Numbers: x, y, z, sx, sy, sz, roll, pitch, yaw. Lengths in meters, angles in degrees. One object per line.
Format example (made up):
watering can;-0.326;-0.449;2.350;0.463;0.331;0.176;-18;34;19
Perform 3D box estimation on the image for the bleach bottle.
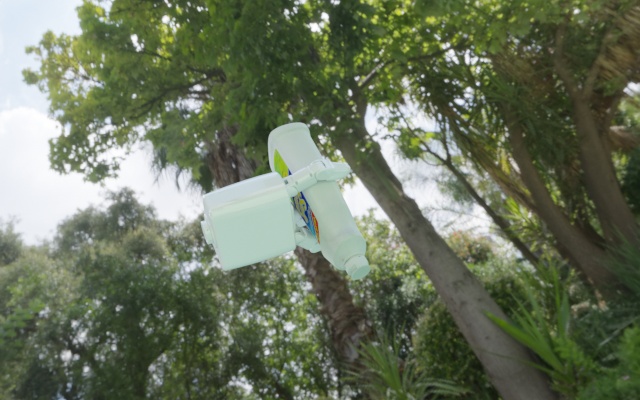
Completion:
bleach bottle;0.000;0.002;0.687;0.068;0.250;0.103;-18;-38;-18
